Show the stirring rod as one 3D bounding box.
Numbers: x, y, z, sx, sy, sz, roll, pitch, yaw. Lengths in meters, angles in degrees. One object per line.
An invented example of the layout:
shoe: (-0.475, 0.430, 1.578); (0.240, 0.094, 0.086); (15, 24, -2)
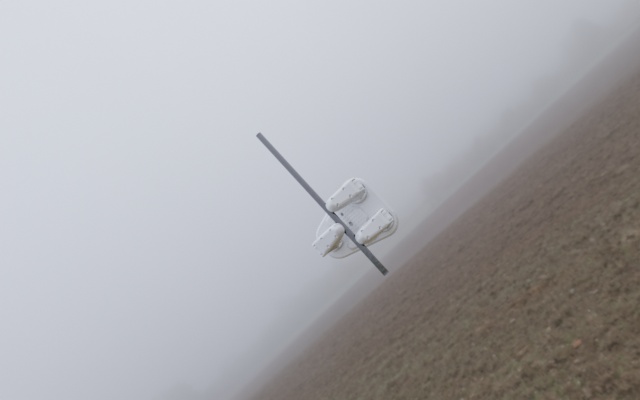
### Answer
stirring rod: (0.000, 0.002, 0.600); (0.011, 0.239, 0.011); (-41, -9, -8)
